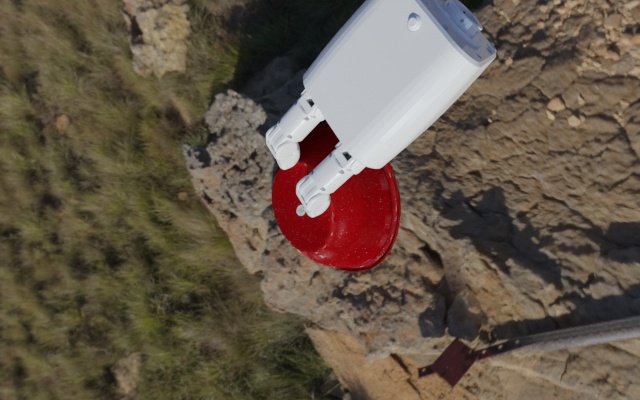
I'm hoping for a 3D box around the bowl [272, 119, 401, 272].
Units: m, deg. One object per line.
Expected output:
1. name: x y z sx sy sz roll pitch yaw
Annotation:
1. bowl: -0.001 0.003 0.478 0.055 0.162 0.162 -16 11 -41
